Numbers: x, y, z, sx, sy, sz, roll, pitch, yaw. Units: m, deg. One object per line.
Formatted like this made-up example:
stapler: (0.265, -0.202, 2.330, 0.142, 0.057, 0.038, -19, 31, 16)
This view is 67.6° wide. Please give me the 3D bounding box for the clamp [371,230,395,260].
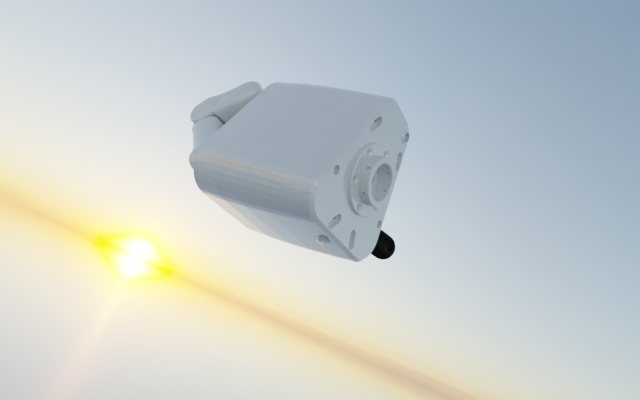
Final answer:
clamp: (0.000, 0.001, 0.451, 0.120, 0.039, 0.171, 18, -16, 38)
